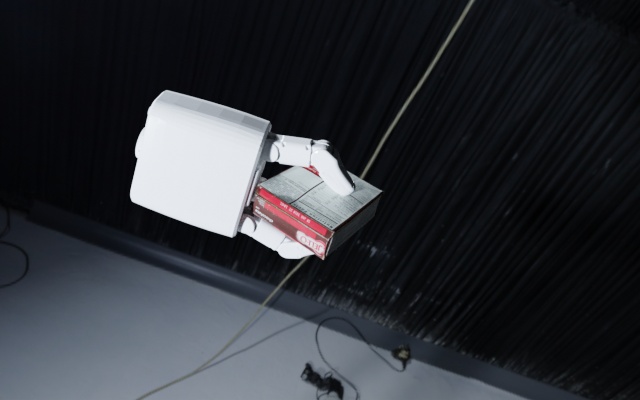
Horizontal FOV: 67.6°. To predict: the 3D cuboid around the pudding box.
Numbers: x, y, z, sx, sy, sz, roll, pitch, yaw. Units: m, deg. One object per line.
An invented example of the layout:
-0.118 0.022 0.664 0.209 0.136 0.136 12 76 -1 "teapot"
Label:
0.000 0.001 0.482 0.090 0.039 0.113 33 37 19 "pudding box"
